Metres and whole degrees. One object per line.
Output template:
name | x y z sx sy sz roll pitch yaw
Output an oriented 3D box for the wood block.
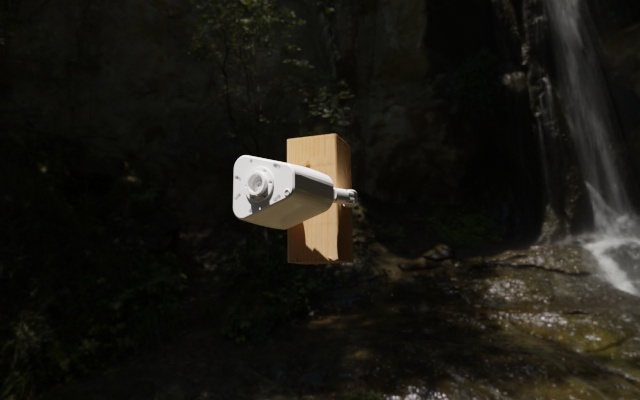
wood block | 0.000 0.002 0.810 0.091 0.206 0.090 -4 -10 19
